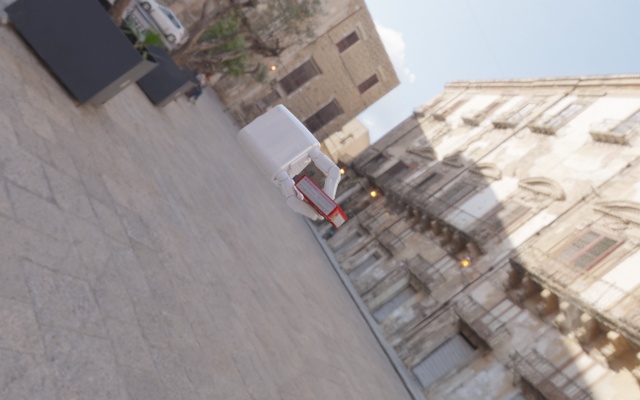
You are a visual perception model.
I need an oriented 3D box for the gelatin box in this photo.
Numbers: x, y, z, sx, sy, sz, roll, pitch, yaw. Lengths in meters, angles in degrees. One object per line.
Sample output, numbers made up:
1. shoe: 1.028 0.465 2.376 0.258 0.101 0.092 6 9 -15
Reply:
1. gelatin box: 0.001 0.003 0.827 0.089 0.030 0.073 43 -4 23
